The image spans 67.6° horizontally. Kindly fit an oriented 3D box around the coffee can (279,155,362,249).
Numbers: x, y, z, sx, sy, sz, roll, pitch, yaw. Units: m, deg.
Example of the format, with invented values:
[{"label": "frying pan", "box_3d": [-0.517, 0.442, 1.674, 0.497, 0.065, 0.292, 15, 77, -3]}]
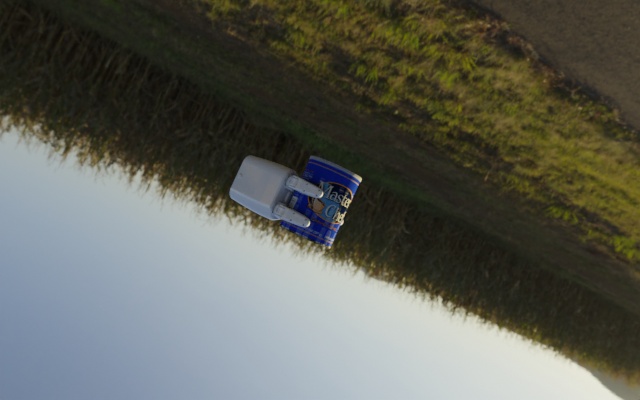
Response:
[{"label": "coffee can", "box_3d": [0.000, 0.003, 0.869, 0.103, 0.140, 0.103, 24, -2, 1]}]
